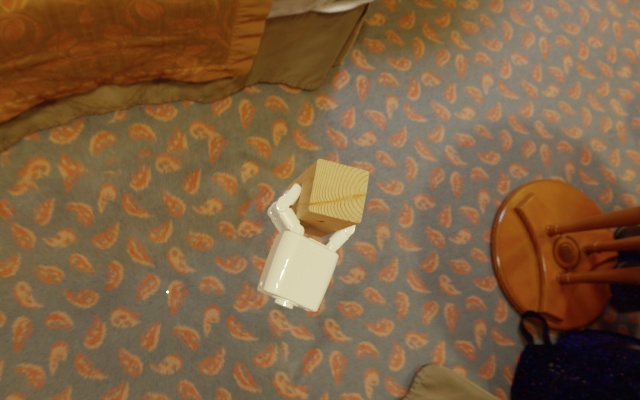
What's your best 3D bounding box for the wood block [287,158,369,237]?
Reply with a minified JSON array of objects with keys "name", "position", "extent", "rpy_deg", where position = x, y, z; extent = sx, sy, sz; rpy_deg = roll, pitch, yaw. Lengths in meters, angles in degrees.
[{"name":"wood block","position":[0.000,0.003,0.846],"extent":[0.091,0.090,0.206],"rpy_deg":[14,-14,-15]}]
